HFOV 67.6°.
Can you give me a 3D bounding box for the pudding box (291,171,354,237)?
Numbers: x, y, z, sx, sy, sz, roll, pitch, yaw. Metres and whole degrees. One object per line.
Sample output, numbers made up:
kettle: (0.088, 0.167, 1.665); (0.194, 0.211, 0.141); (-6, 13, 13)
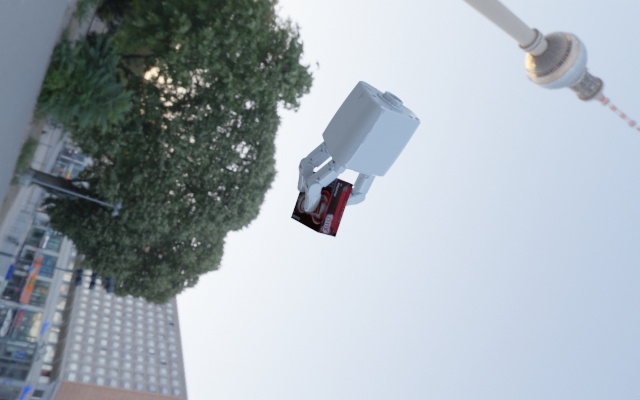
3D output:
pudding box: (0.000, 0.003, 0.778); (0.039, 0.090, 0.113); (19, 1, -27)
